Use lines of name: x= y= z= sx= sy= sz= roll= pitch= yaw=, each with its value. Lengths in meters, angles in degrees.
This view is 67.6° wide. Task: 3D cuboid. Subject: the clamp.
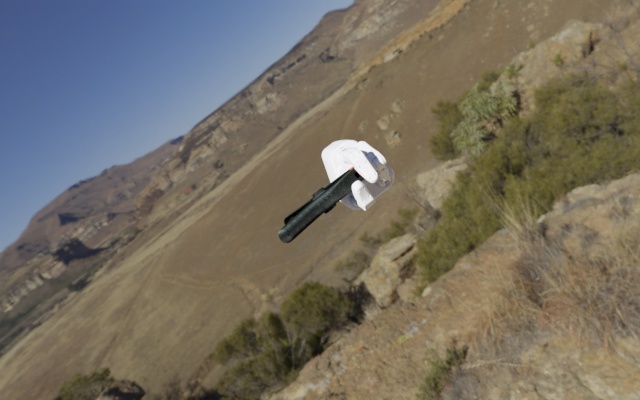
clamp: x=0.000 y=0.002 z=0.771 sx=0.171 sy=0.039 sz=0.120 roll=-37 pitch=12 yaw=-4
